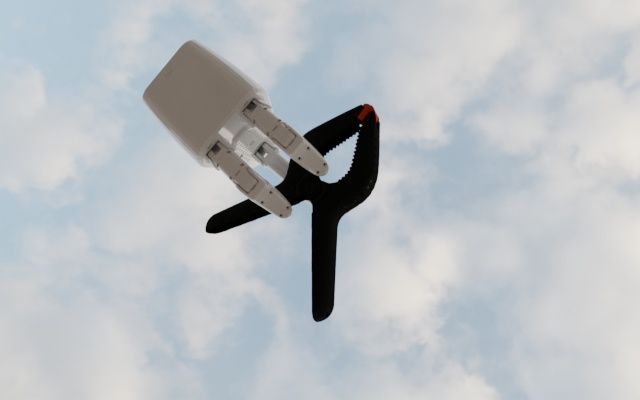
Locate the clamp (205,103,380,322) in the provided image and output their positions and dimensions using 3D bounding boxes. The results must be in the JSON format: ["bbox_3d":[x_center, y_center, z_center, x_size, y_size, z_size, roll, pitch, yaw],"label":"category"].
[{"bbox_3d":[0.001,0.001,0.478,0.164,0.210,0.036,42,3,21],"label":"clamp"}]
